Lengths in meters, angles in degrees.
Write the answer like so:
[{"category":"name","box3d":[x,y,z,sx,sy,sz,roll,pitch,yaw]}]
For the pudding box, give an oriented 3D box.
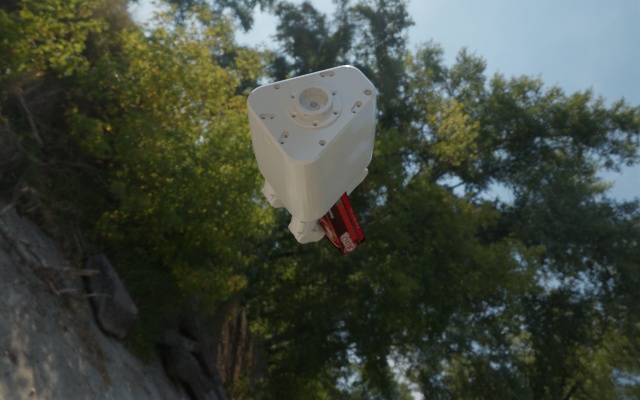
[{"category":"pudding box","box3d":[0.000,0.002,0.572,0.039,0.090,0.113,-33,39,-11]}]
